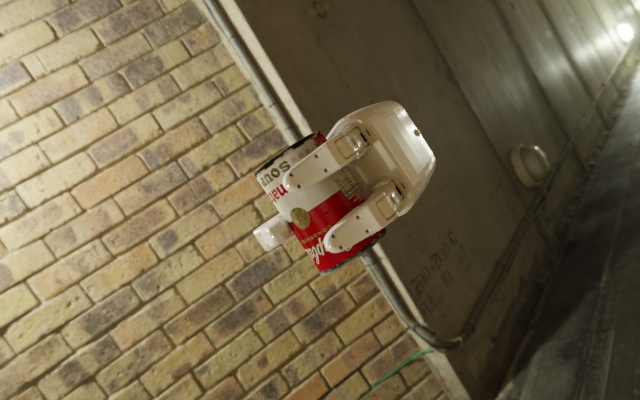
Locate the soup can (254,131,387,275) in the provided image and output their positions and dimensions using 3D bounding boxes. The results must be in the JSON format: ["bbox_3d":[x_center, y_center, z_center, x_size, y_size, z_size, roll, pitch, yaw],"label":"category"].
[{"bbox_3d":[0.000,0.001,0.400,0.068,0.102,0.068,-34,3,2],"label":"soup can"}]
